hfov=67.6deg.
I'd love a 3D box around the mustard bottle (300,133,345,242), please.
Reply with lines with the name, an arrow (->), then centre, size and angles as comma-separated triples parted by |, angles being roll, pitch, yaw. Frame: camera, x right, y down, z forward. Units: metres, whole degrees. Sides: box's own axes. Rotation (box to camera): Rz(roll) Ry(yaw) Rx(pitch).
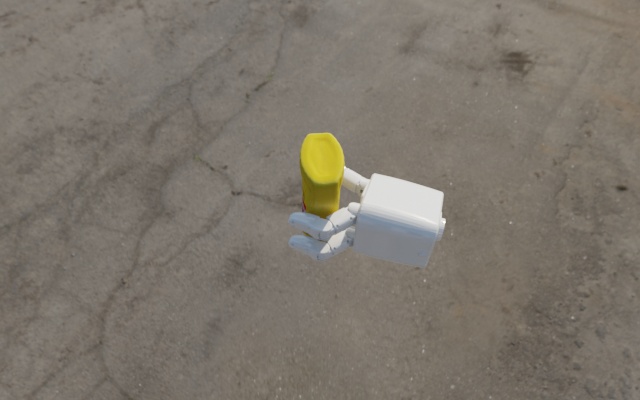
mustard bottle -> 0.000, 0.002, 0.683 | 0.058, 0.096, 0.192 | -5, -38, -5
